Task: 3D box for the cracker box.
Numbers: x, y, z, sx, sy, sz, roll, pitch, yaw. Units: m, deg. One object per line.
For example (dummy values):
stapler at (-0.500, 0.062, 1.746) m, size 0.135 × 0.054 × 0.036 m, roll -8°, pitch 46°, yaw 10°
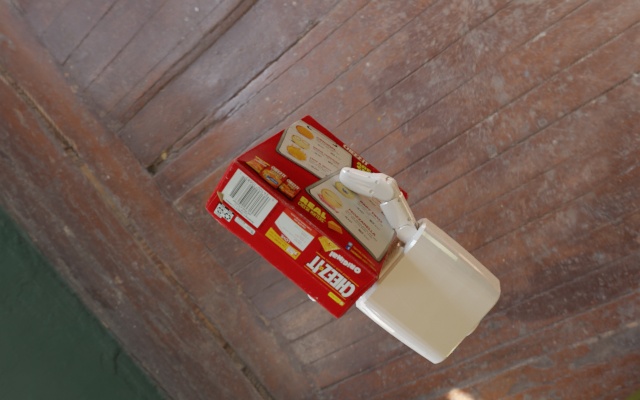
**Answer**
cracker box at (0.000, 0.002, 0.515) m, size 0.164 × 0.072 × 0.213 m, roll 39°, pitch 26°, yaw 0°
